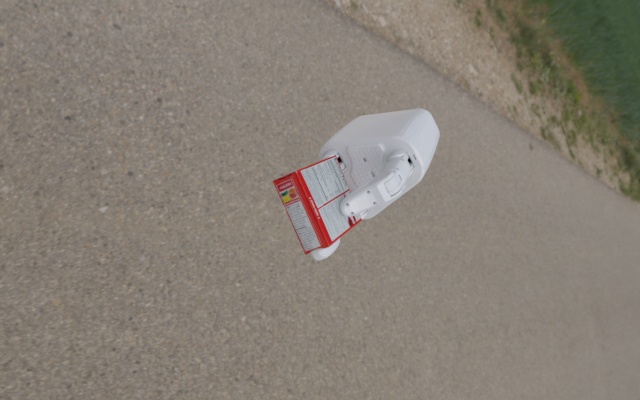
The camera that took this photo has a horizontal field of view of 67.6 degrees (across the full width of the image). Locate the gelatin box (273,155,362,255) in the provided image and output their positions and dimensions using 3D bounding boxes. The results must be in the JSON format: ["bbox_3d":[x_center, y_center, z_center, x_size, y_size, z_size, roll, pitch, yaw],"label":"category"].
[{"bbox_3d":[0.000,0.001,0.454,0.030,0.073,0.089,-21,4,29],"label":"gelatin box"}]
